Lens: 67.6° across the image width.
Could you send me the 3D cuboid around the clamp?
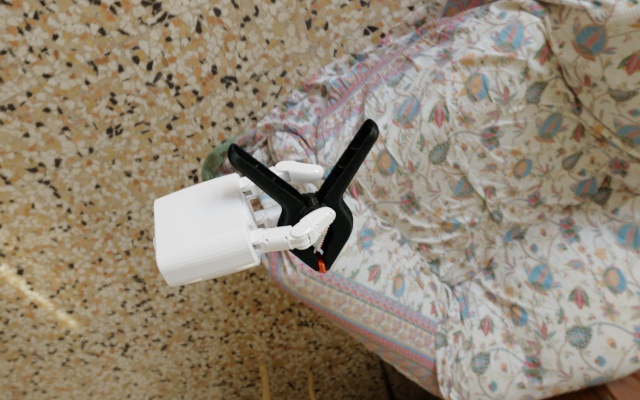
[{"bbox_3d":[0.000,0.003,0.565,0.164,0.210,0.036,-16,38,0],"label":"clamp"}]
